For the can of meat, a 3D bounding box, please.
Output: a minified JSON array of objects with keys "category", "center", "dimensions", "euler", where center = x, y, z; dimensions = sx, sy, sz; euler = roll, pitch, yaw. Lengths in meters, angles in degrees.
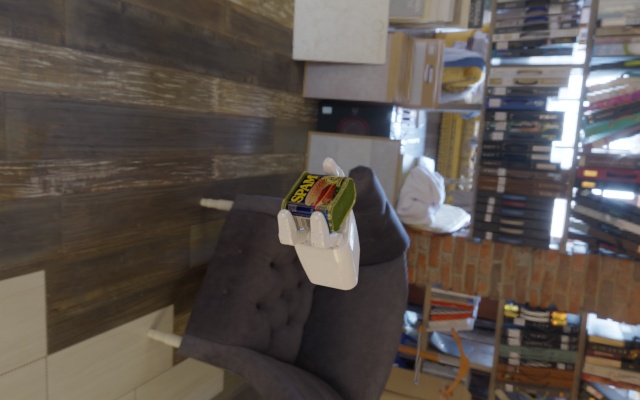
[{"category":"can of meat","center":[0.000,0.002,0.752],"dimensions":[0.084,0.057,0.102],"euler":[7,42,26]}]
